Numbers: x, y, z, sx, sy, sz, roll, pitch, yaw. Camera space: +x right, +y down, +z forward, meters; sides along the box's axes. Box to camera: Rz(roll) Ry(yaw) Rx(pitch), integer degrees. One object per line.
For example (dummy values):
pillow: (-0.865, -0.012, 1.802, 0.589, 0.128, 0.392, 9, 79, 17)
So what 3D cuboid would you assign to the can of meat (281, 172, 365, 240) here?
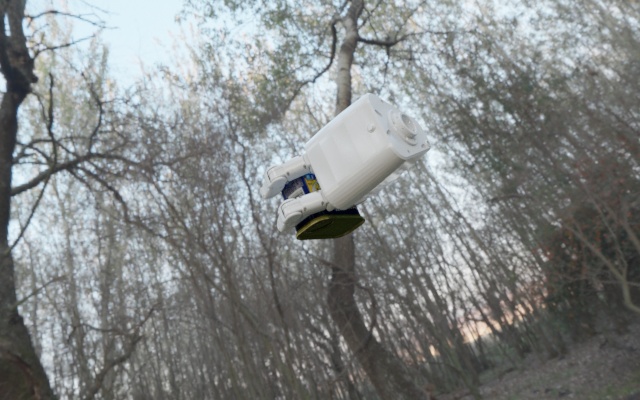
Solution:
can of meat: (0.000, 0.002, 0.636, 0.102, 0.084, 0.057, 2, -32, -47)
